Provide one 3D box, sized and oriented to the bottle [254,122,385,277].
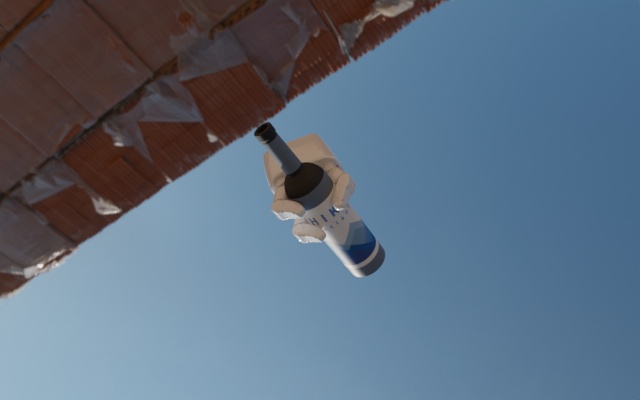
[{"bbox_3d":[0.000,0.003,0.709,0.069,0.069,0.296,0,-41,44],"label":"bottle"}]
